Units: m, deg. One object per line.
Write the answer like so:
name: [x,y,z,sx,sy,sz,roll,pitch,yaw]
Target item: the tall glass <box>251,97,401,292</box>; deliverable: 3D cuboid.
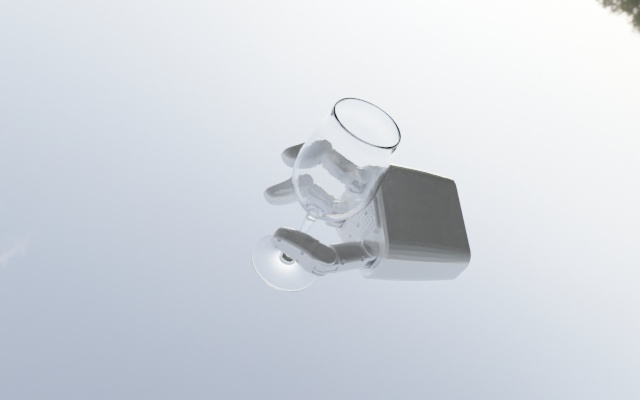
tall glass: [0.000,0.002,0.450,0.079,0.079,0.201,0,-41,-30]
